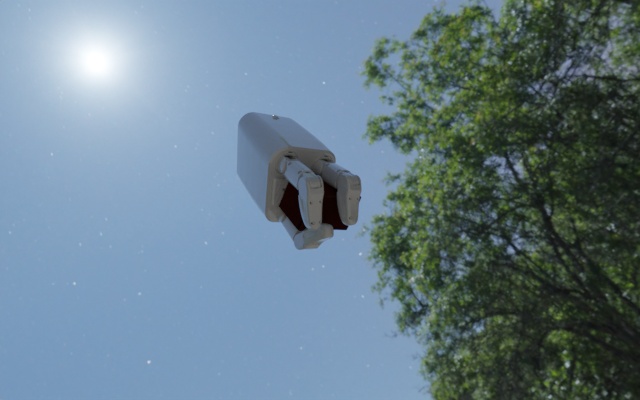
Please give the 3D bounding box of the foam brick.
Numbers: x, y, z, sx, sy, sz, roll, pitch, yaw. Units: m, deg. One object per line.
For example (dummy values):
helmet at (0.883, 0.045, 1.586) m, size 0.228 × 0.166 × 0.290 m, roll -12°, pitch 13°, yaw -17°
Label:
foam brick at (0.000, 0.002, 0.590) m, size 0.078 × 0.053 × 0.051 m, roll 3°, pitch 32°, yaw -39°
